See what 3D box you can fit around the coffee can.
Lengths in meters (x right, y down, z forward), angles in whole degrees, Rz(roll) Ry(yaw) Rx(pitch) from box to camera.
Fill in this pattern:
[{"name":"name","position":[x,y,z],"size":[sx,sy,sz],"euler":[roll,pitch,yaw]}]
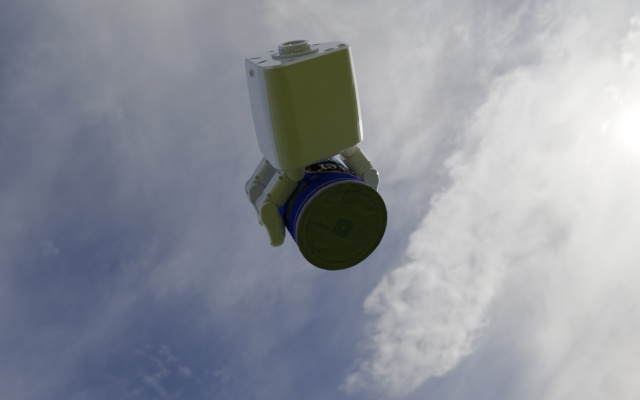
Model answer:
[{"name":"coffee can","position":[0.000,0.002,0.554],"size":[0.103,0.103,0.140],"euler":[0,23,-22]}]
